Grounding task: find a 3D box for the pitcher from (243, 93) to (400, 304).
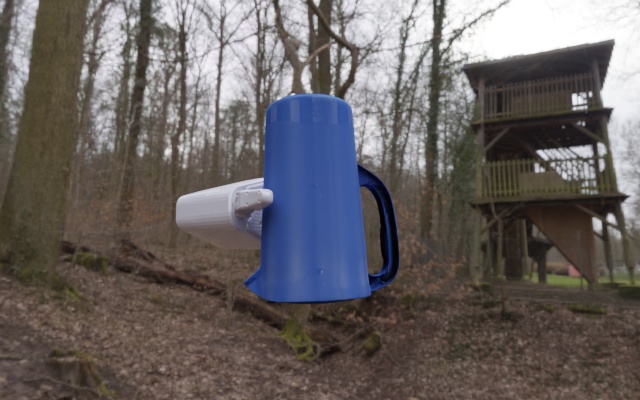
[{"bbox_3d":[0.000,0.002,0.582,0.145,0.243,0.149,-7,-9,34],"label":"pitcher"}]
